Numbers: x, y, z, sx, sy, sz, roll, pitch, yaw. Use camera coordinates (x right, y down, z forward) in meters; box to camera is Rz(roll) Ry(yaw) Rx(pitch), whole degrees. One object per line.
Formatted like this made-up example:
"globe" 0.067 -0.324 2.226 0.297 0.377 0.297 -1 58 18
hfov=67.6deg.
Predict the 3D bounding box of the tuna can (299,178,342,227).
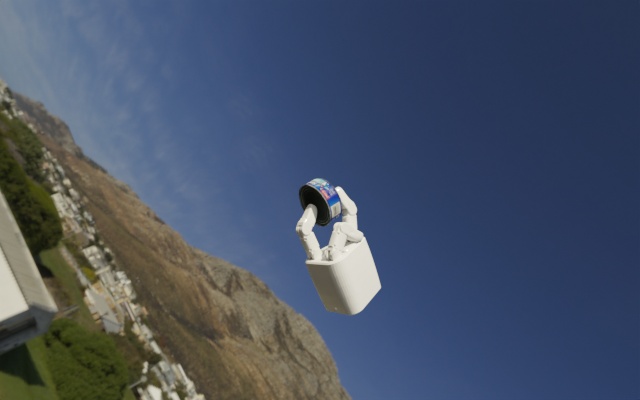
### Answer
"tuna can" 0.001 0.003 0.880 0.033 0.086 0.086 -31 17 -31
